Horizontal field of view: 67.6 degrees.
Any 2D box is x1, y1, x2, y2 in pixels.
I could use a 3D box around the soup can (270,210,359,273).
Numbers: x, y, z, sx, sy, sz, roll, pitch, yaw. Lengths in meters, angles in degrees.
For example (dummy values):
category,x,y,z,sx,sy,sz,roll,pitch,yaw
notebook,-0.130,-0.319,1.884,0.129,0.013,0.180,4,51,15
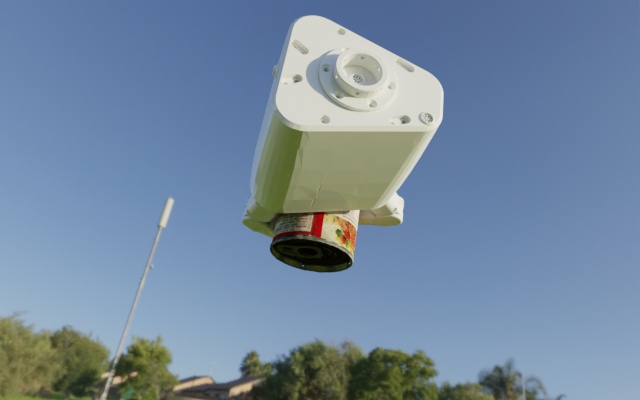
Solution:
category,x,y,z,sx,sy,sz,roll,pitch,yaw
soup can,0.000,0.001,0.407,0.068,0.102,0.068,8,-28,4
